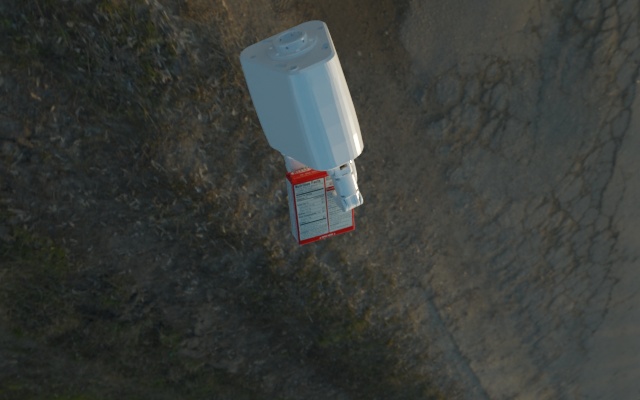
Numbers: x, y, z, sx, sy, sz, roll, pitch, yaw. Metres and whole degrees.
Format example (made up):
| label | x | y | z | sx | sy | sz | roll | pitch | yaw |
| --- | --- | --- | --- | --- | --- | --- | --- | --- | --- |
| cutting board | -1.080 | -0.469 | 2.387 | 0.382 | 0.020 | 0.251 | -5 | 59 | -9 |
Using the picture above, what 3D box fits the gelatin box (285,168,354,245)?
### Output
| label | x | y | z | sx | sy | sz | roll | pitch | yaw |
| --- | --- | --- | --- | --- | --- | --- | --- | --- | --- |
| gelatin box | 0.000 | 0.002 | 0.566 | 0.073 | 0.089 | 0.030 | -16 | 32 | -17 |
